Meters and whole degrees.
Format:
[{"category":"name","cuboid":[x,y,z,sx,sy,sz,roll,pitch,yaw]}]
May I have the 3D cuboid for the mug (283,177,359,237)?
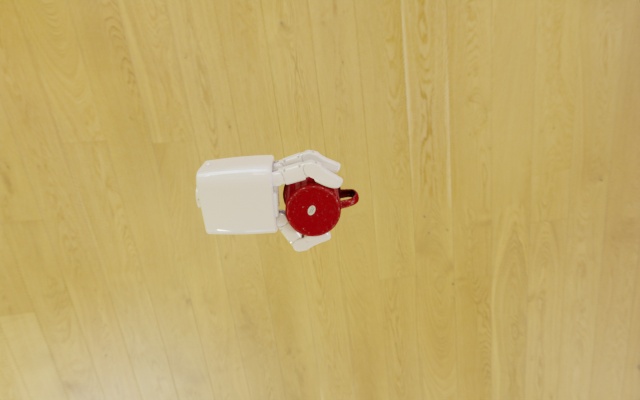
[{"category":"mug","cuboid":[0.002,0.002,0.722,0.117,0.093,0.081,-5,19,-1]}]
